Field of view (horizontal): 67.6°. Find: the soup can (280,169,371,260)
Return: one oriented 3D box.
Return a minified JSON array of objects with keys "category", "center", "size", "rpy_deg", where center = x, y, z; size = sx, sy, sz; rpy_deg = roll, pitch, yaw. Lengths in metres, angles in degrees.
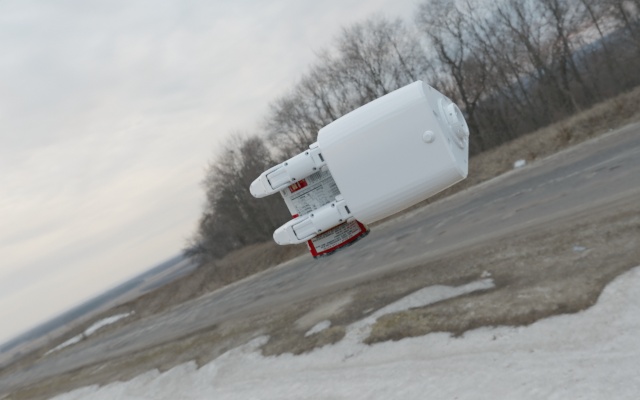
[{"category":"soup can","center":[0.000,0.002,0.503],"size":[0.068,0.102,0.068],"rpy_deg":[-27,3,2]}]
